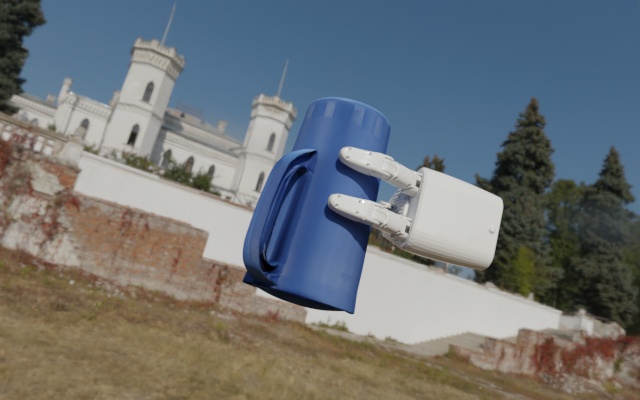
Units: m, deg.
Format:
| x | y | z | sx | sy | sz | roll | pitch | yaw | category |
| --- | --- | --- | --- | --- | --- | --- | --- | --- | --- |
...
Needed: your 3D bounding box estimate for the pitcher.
| x | y | z | sx | sy | sz | roll | pitch | yaw | category |
| --- | --- | --- | --- | --- | --- | --- | --- | --- | --- |
| 0.000 | 0.002 | 0.563 | 0.145 | 0.242 | 0.149 | 18 | -13 | -8 | pitcher |
